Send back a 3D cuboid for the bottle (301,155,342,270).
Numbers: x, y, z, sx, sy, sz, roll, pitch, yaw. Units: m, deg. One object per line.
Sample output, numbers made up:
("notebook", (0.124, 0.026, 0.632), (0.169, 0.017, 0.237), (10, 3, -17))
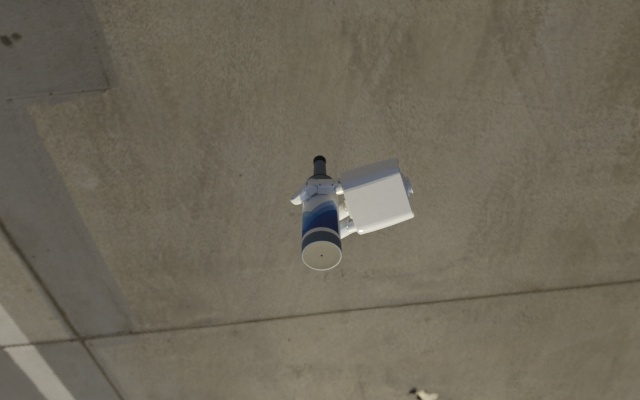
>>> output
("bottle", (0.000, 0.003, 0.893), (0.069, 0.069, 0.295), (0, 36, -1))
